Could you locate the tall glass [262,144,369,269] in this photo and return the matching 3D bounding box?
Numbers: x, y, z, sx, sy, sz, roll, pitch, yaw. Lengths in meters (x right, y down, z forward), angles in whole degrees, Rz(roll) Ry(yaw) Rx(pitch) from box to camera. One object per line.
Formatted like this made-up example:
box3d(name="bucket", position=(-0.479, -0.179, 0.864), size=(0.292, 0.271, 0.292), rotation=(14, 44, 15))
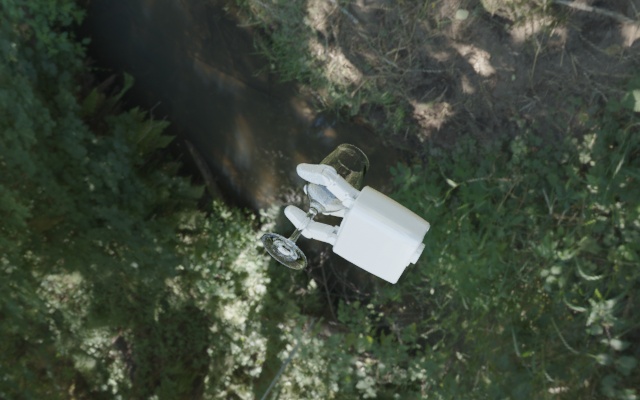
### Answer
box3d(name="tall glass", position=(0.000, 0.003, 0.708), size=(0.079, 0.079, 0.201), rotation=(0, 44, 45))
